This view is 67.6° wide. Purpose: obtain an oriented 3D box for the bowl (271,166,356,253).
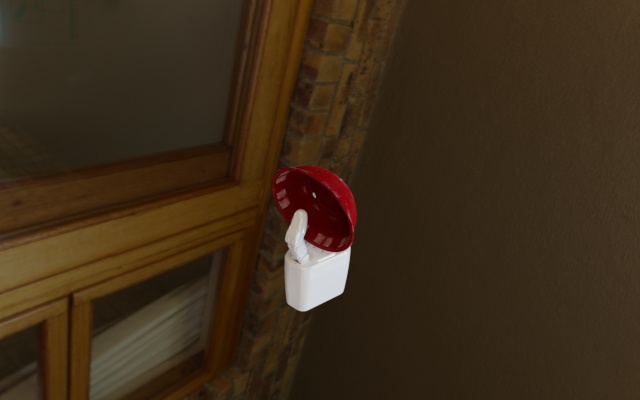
[{"bbox_3d":[0.001,0.001,0.745,0.162,0.162,0.055,0,36,49],"label":"bowl"}]
